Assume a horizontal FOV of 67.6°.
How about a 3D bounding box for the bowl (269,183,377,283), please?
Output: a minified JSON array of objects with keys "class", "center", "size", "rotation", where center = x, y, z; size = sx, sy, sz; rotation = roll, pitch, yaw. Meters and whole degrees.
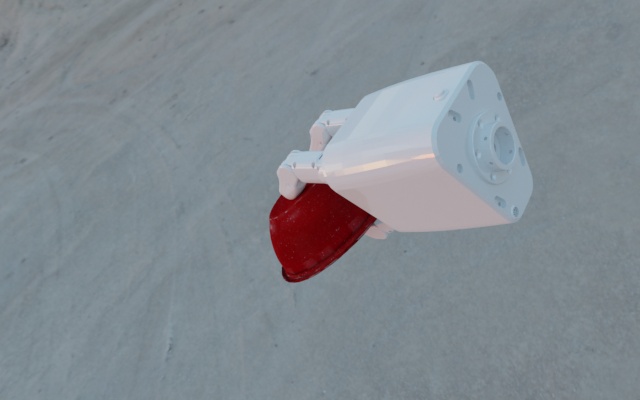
[{"class":"bowl","center":[-0.001,0.002,0.475],"size":[0.055,0.162,0.162],"rotation":[43,-13,-14]}]
